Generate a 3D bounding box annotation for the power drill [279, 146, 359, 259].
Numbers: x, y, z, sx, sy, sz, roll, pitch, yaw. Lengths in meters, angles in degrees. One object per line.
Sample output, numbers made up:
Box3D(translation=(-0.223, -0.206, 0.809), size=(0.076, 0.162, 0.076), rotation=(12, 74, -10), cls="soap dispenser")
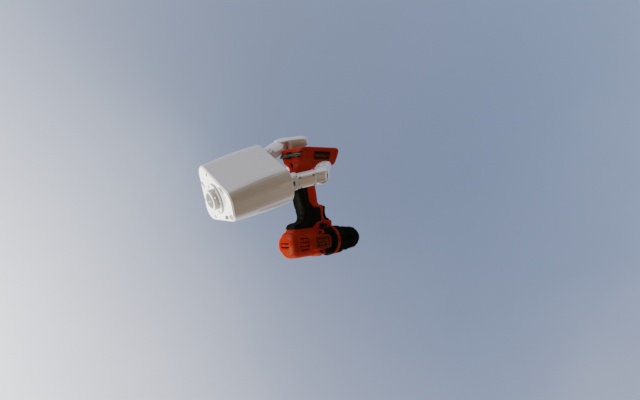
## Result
Box3D(translation=(0.000, 0.002, 0.829), size=(0.057, 0.187, 0.184), rotation=(-7, -3, 40), cls="power drill")
